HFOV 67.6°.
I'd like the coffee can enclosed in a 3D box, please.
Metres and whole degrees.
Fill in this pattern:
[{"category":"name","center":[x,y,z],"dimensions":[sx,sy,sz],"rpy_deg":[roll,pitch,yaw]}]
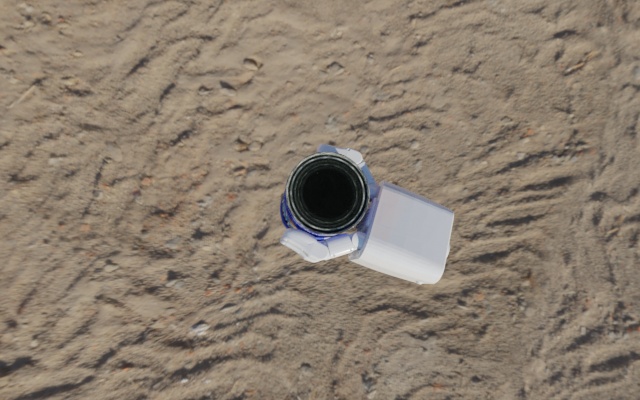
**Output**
[{"category":"coffee can","center":[0.000,0.002,0.639],"dimensions":[0.103,0.103,0.140],"rpy_deg":[0,-9,-8]}]
